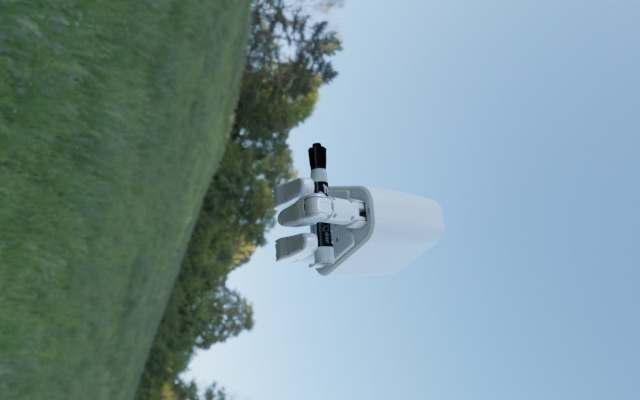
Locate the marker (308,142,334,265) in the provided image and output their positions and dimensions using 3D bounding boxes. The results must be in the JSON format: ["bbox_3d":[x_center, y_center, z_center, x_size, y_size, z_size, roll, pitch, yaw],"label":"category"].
[{"bbox_3d":[0.000,0.002,0.464,0.020,0.121,0.020,-4,-15,-1],"label":"marker"}]
